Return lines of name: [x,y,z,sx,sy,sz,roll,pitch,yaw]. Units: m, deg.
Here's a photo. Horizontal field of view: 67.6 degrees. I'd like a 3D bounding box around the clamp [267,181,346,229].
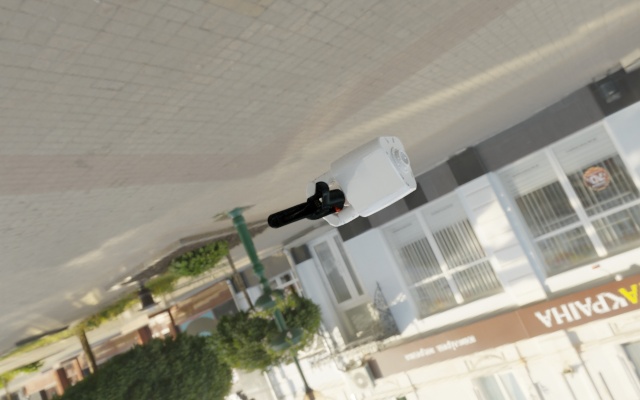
clamp: [0.000,0.003,0.808,0.120,0.039,0.171,-30,-10,33]
